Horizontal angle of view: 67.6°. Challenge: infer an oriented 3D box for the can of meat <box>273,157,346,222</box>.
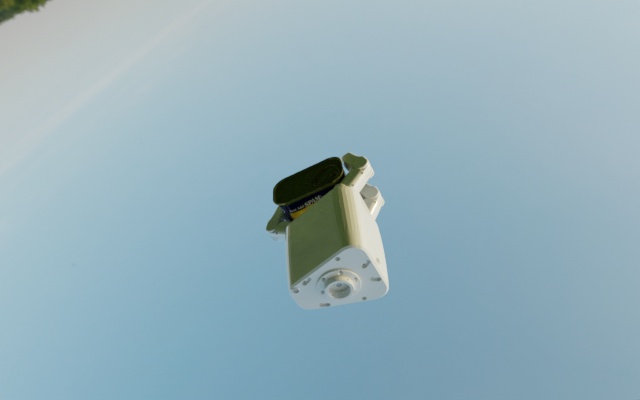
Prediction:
[{"bbox_3d":[0.000,0.002,0.646,0.102,0.084,0.057,-24,35,11],"label":"can of meat"}]
